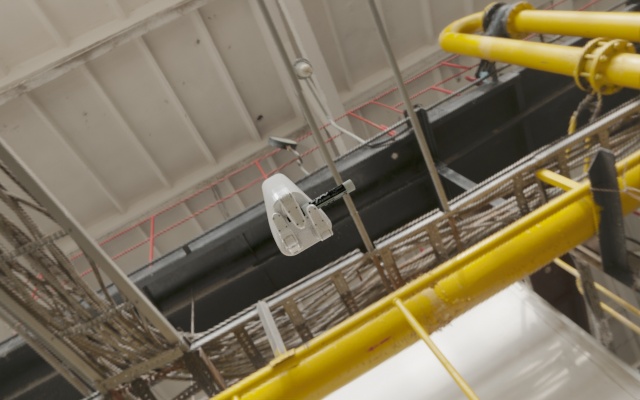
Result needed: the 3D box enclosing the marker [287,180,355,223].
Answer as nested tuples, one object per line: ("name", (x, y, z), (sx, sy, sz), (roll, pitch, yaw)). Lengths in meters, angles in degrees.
("marker", (0.000, 0.003, 0.776), (0.121, 0.020, 0.020), (-29, 3, -6))
